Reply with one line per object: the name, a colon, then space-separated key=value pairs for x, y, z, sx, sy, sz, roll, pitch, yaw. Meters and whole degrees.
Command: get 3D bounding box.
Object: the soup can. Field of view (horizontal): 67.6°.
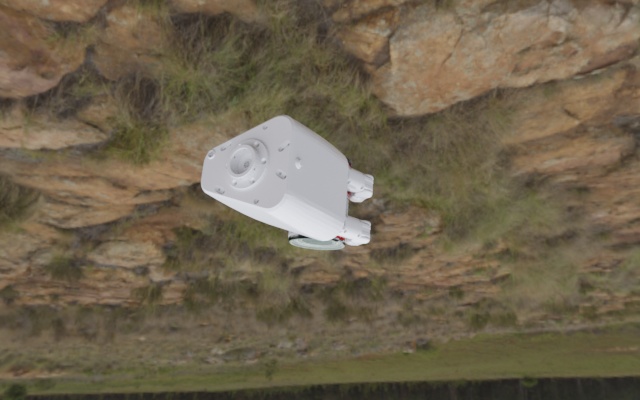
soup can: x=0.000 y=0.002 z=0.560 sx=0.068 sy=0.102 sz=0.068 roll=4 pitch=-16 yaw=1
